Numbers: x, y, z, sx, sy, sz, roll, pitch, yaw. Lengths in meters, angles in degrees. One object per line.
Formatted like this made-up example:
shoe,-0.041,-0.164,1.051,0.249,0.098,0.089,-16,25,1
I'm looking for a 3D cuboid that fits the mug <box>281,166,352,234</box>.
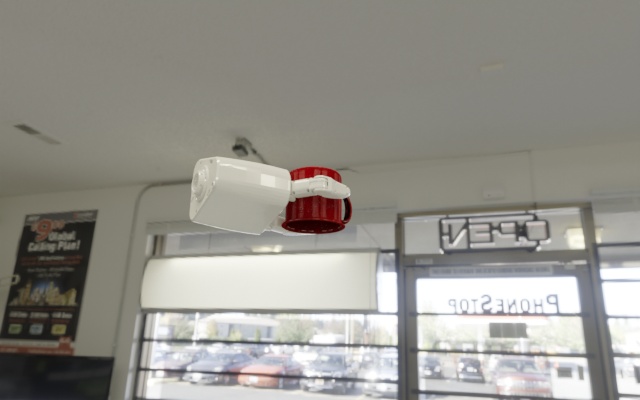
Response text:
mug,0.001,0.002,0.710,0.117,0.081,0.093,12,-19,-32
